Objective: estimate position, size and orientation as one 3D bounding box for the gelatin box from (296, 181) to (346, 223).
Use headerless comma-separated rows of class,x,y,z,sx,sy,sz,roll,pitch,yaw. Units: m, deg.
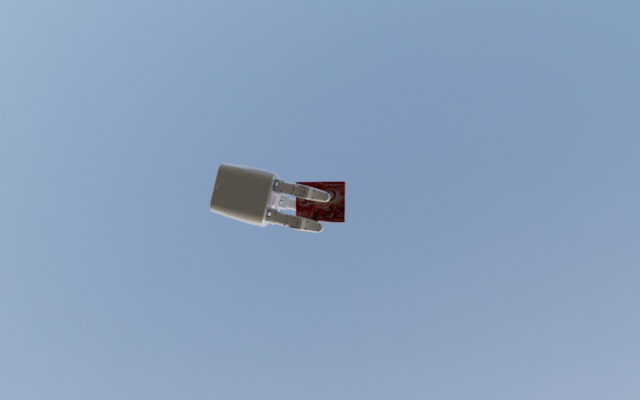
gelatin box,0.001,0.003,0.850,0.089,0.073,0.030,0,-1,3
